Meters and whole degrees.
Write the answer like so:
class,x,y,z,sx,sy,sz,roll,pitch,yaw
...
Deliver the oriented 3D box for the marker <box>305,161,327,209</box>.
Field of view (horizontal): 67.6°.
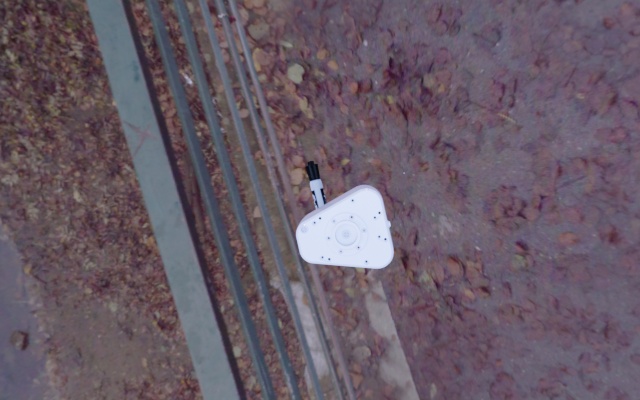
class,x,y,z,sx,sy,sz,roll,pitch,yaw
marker,0.000,0.002,0.687,0.020,0.121,0.020,-14,0,0
